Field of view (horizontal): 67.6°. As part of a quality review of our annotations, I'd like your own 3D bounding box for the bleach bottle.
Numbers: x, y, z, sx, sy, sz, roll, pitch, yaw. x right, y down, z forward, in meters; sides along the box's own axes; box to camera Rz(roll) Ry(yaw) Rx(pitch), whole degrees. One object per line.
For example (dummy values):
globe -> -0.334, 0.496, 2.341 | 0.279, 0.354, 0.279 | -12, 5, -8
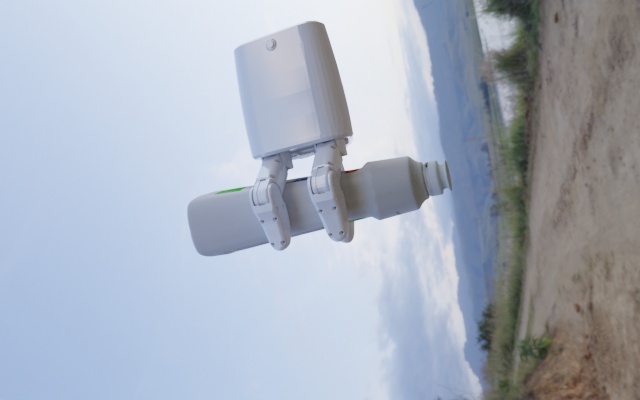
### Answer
bleach bottle -> 0.000, 0.002, 0.469 | 0.251, 0.068, 0.102 | -12, 1, 20
